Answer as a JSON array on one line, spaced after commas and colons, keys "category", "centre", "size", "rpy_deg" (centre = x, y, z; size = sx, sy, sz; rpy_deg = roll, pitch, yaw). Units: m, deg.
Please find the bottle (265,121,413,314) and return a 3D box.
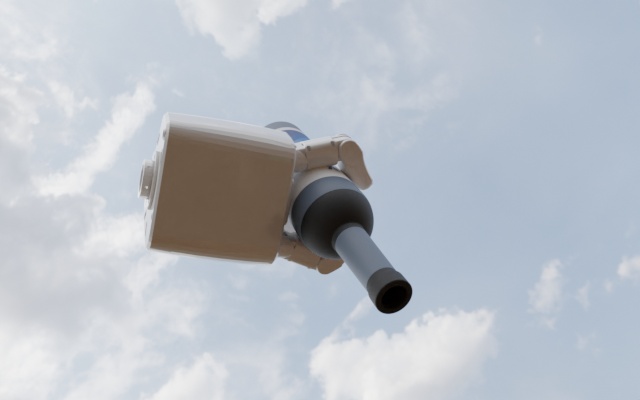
[{"category": "bottle", "centre": [0.000, 0.001, 0.436], "size": [0.069, 0.069, 0.295], "rpy_deg": [0, 25, -21]}]
